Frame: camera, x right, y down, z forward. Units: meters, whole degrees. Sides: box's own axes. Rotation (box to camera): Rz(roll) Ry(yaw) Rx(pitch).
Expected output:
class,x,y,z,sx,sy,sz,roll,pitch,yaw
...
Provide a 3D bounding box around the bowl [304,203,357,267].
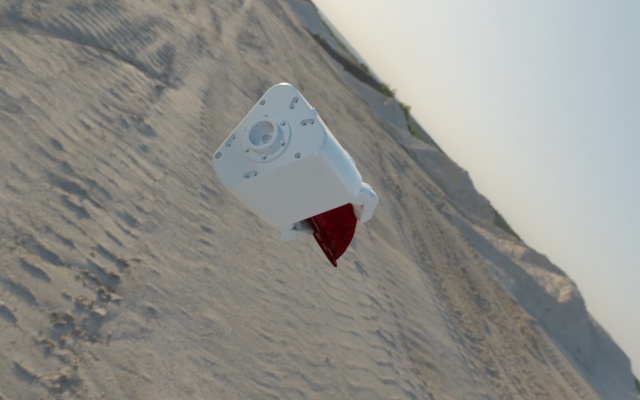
class,x,y,z,sx,sy,sz,roll,pitch,yaw
bowl,0.001,0.002,0.607,0.055,0.162,0.162,-30,3,-6
